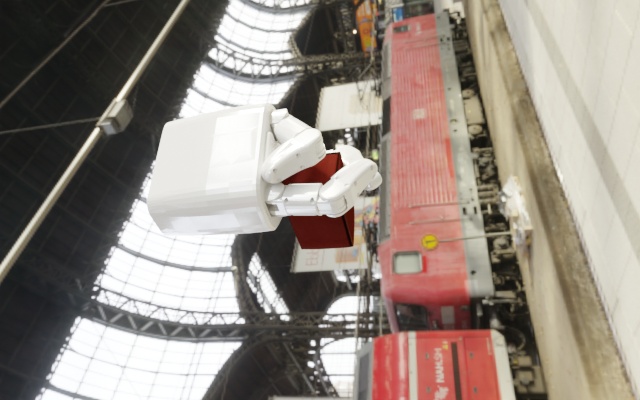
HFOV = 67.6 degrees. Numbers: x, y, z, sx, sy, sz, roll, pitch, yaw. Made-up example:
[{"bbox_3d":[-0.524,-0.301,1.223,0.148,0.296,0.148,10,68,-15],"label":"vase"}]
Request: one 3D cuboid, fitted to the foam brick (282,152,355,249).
[{"bbox_3d":[0.000,0.002,0.447,0.051,0.078,0.053,-7,42,12],"label":"foam brick"}]
